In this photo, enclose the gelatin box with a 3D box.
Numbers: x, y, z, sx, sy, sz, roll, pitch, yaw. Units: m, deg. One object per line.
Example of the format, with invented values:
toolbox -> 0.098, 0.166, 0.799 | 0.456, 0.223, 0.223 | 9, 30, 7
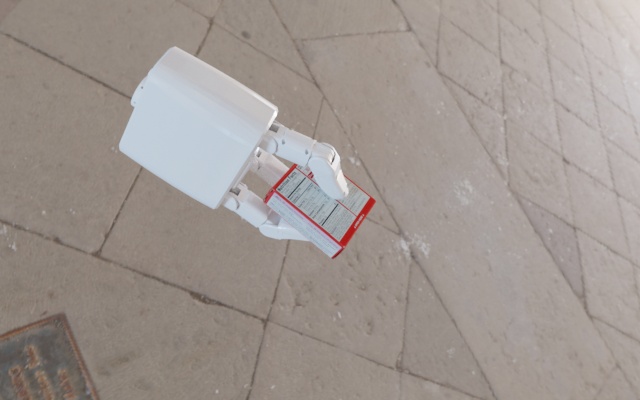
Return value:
gelatin box -> 0.001, 0.002, 0.467 | 0.073, 0.089, 0.030 | -52, 1, -40
